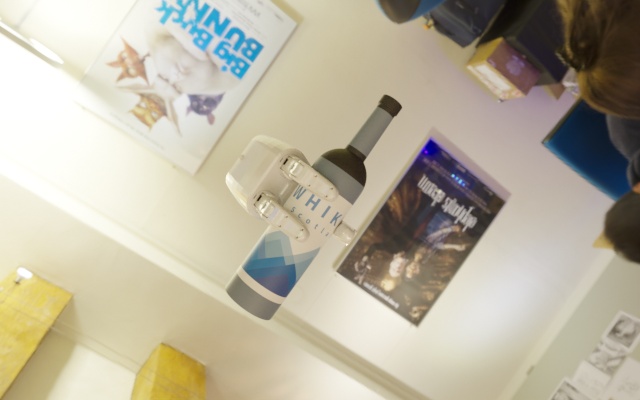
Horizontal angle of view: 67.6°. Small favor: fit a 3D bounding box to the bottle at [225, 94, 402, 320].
[{"bbox_3d":[0.000,0.002,0.565,0.069,0.295,0.069,36,0,0],"label":"bottle"}]
